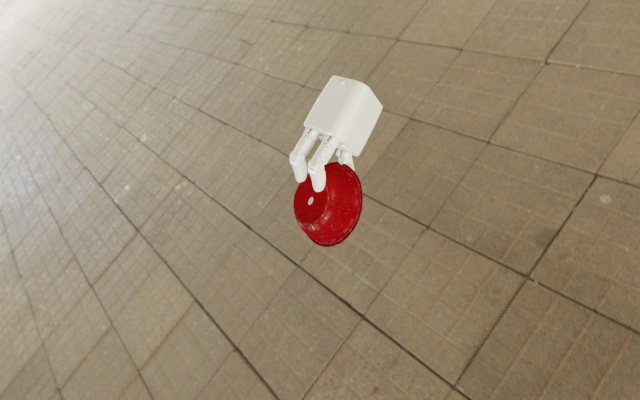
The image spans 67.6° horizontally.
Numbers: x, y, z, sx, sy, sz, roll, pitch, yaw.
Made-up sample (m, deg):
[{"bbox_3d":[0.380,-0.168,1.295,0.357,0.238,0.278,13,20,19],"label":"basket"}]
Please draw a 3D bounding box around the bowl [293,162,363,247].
[{"bbox_3d":[0.000,0.004,0.879,0.055,0.162,0.162,12,-9,-44],"label":"bowl"}]
